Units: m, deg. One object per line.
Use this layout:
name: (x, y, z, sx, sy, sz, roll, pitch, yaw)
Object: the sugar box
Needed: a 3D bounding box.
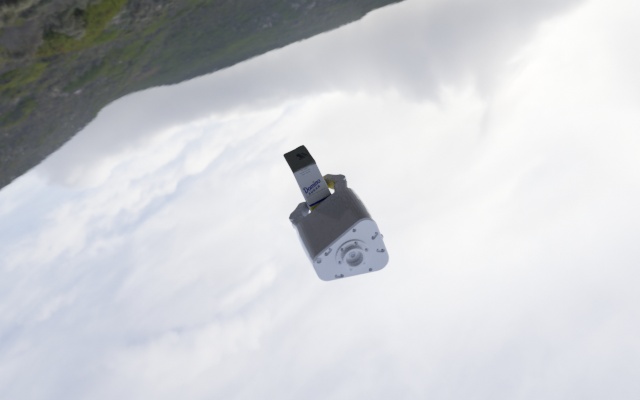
sugar box: (0.001, 0.002, 0.782, 0.048, 0.176, 0.093, -25, 28, -3)
